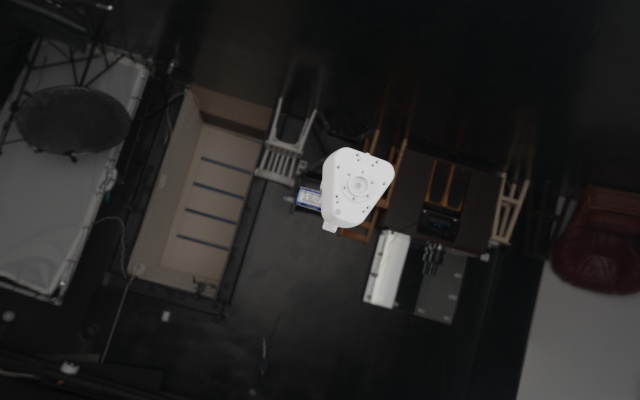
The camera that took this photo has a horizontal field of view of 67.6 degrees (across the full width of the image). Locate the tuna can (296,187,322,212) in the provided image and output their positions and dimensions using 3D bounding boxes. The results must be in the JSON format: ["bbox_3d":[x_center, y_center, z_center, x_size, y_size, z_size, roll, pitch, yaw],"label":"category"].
[{"bbox_3d":[0.000,0.003,0.860,0.086,0.034,0.086,16,-2,1],"label":"tuna can"}]
